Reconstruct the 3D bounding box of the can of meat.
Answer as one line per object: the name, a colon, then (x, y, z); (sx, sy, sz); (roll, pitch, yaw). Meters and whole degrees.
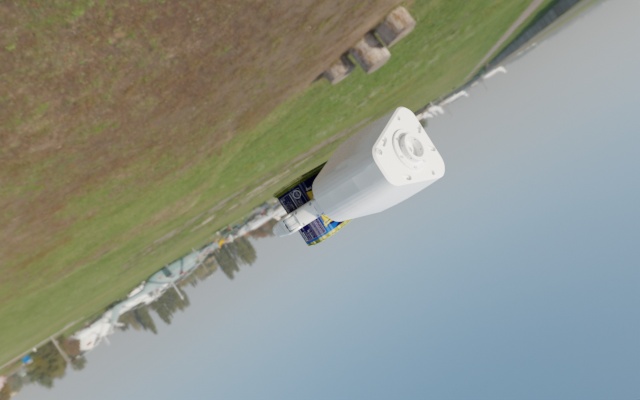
can of meat: (0.000, 0.002, 0.635); (0.057, 0.084, 0.102); (-32, 1, 43)
